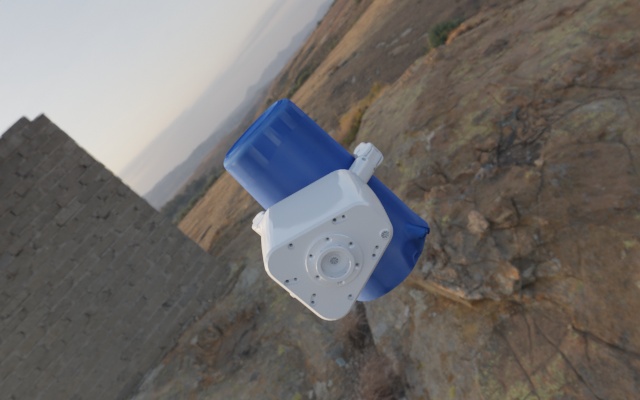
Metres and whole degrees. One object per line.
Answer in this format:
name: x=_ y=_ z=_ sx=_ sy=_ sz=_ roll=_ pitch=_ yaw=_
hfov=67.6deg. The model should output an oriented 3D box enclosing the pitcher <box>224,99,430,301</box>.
pitcher: x=0.000 y=0.002 z=0.582 sx=0.243 sy=0.149 sz=0.145 roll=43 pitch=9 yaw=-16
